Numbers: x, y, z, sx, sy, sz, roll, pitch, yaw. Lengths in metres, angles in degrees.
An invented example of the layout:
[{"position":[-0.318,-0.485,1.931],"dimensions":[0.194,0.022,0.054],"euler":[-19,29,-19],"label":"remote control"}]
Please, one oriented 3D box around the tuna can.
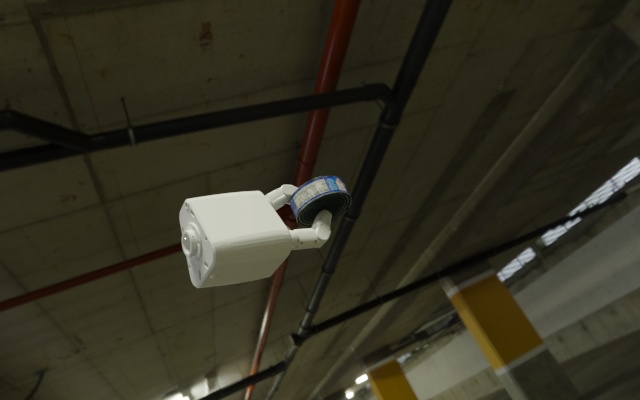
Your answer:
[{"position":[0.000,0.002,0.687],"dimensions":[0.086,0.033,0.086],"euler":[-19,-29,-11],"label":"tuna can"}]
